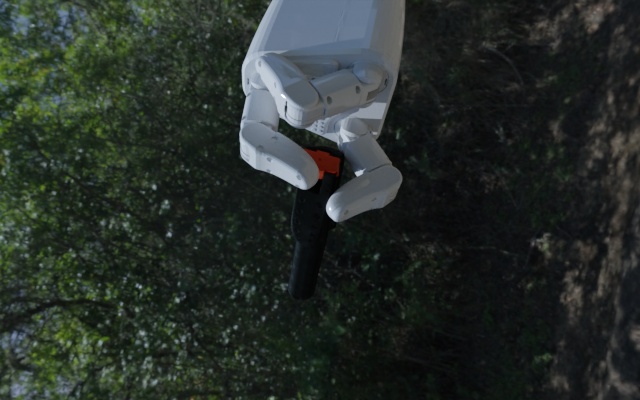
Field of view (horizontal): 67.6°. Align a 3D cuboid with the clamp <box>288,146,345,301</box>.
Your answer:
[{"bbox_3d":[-0.001,0.001,0.406,0.039,0.120,0.172,11,-34,0],"label":"clamp"}]
